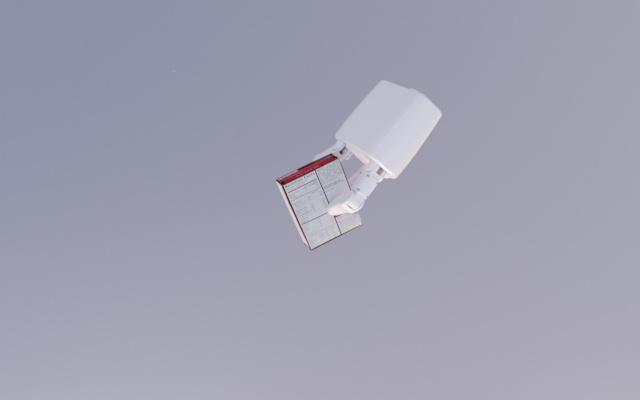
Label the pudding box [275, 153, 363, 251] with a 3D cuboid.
[{"bbox_3d":[0.000,0.002,0.674,0.090,0.113,0.039,-26,21,-8],"label":"pudding box"}]
